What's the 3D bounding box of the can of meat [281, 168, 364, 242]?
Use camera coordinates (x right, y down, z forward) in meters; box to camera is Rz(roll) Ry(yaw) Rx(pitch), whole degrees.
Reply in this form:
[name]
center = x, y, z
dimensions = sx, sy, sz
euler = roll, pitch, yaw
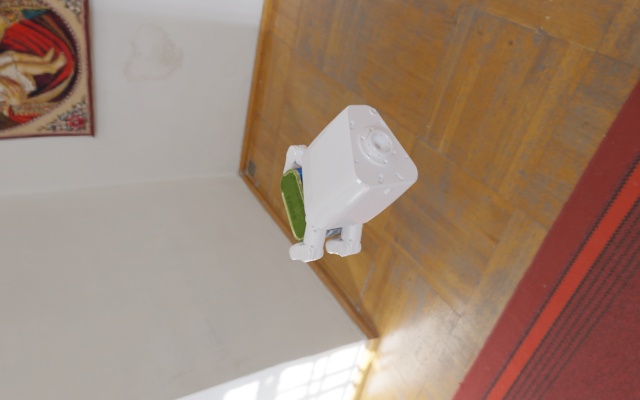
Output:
[can of meat]
center = 0.000, 0.002, 0.647
dimensions = 0.084, 0.102, 0.057
euler = -8, -18, -34
